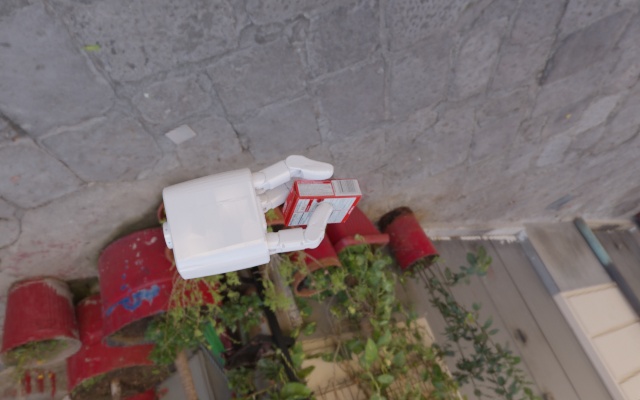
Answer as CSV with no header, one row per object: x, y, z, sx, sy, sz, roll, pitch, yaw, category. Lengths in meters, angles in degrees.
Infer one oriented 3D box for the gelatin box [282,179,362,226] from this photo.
0.001,0.002,0.626,0.089,0.030,0.073,-2,-30,-19,gelatin box
